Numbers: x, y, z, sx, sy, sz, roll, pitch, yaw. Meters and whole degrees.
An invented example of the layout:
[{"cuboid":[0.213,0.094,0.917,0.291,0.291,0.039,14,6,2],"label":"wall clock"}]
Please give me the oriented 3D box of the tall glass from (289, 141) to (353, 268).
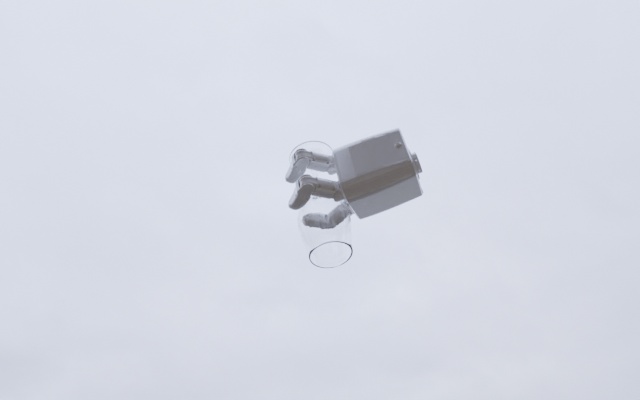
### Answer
[{"cuboid":[0.000,0.002,0.721,0.079,0.200,0.079,-6,-42,-5],"label":"tall glass"}]
